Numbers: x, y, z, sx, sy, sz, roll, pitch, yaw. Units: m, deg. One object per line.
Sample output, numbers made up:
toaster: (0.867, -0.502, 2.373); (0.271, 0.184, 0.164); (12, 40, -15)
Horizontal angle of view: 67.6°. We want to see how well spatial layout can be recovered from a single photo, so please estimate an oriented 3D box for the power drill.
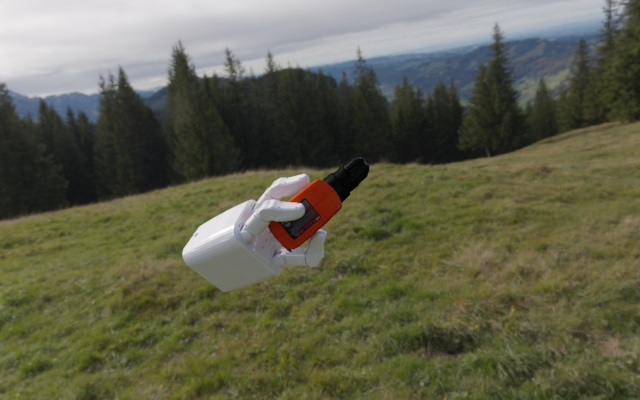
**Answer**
power drill: (0.000, 0.003, 0.727); (0.184, 0.057, 0.187); (-42, -2, 8)
